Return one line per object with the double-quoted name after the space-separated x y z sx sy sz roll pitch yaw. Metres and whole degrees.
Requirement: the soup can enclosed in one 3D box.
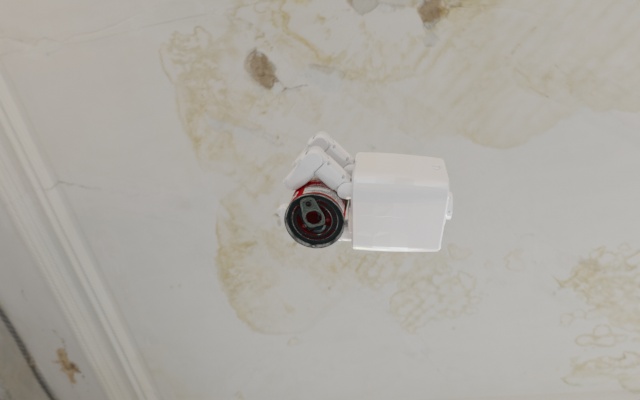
0.000 0.002 0.570 0.068 0.068 0.102 0 26 9 "soup can"
